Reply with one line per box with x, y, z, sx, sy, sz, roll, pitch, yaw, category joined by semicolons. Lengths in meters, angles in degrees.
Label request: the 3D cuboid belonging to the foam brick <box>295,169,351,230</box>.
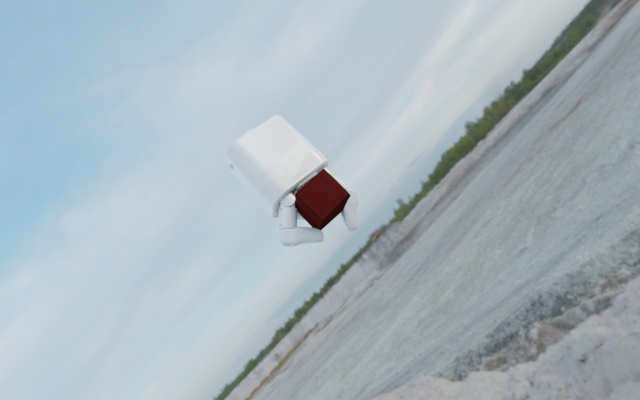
0.000;0.002;0.645;0.053;0.051;0.078;-41;-8;-15;foam brick
